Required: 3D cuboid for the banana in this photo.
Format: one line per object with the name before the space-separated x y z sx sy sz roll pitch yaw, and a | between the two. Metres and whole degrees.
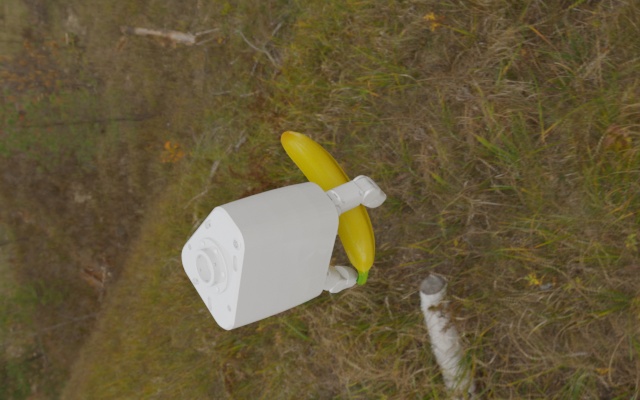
banana | 0.011 -0.003 0.522 0.037 0.197 0.070 -18 -14 -39
